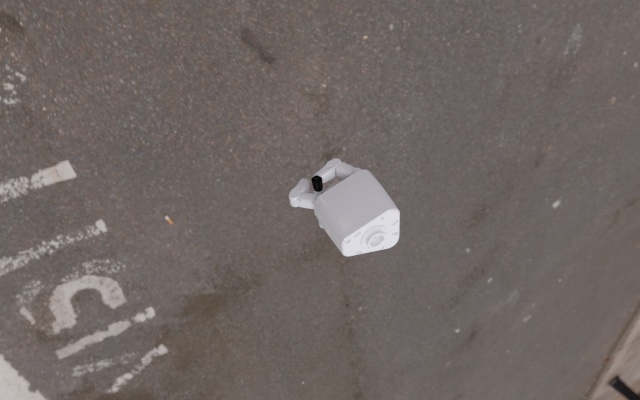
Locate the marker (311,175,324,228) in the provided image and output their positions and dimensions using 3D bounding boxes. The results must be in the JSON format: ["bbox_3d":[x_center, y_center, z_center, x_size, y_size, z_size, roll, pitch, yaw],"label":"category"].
[{"bbox_3d":[0.000,0.003,0.843,0.020,0.020,0.121,0,-44,9],"label":"marker"}]
